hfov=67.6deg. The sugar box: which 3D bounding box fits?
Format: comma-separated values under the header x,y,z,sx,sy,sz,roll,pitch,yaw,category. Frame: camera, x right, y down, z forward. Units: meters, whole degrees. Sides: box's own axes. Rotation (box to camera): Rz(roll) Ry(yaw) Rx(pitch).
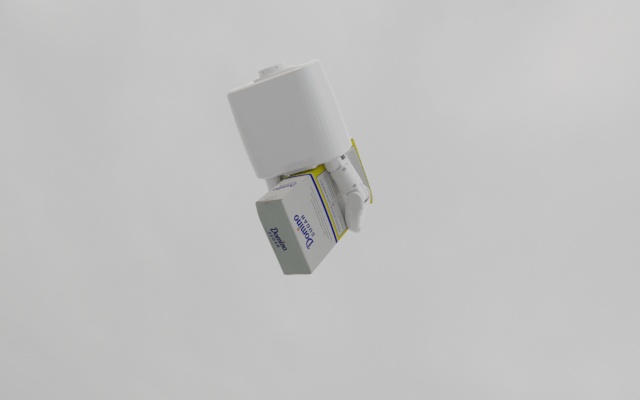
x,y,z,sx,sy,sz,roll,pitch,yaw,category
0.000,0.002,0.568,0.048,0.093,0.176,-7,22,37,sugar box
